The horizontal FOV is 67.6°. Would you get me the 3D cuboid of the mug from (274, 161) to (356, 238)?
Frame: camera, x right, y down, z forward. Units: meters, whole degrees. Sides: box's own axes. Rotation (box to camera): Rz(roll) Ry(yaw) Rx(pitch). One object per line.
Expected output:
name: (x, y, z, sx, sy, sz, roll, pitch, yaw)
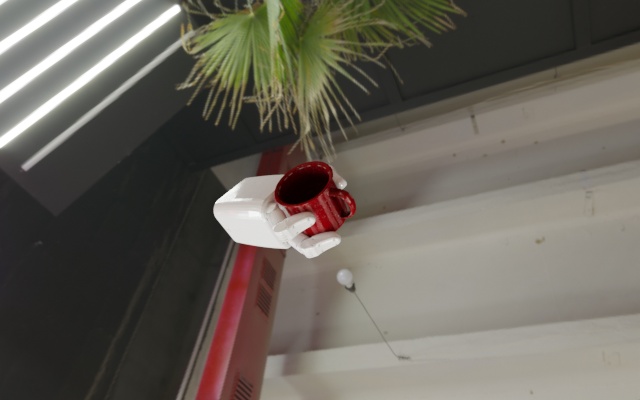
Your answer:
mug: (0.001, 0.002, 0.706, 0.117, 0.093, 0.081, 2, -42, 33)
